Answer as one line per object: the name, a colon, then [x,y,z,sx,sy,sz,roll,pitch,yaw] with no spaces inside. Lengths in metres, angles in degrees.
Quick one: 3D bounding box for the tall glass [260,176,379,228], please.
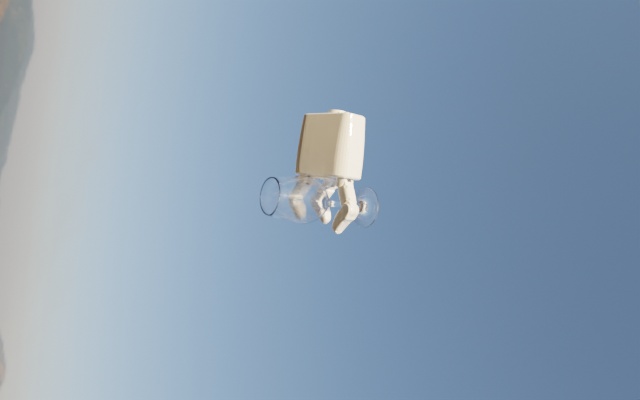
tall glass: [0.001,0.003,0.803,0.201,0.079,0.079,6,-4,-36]
